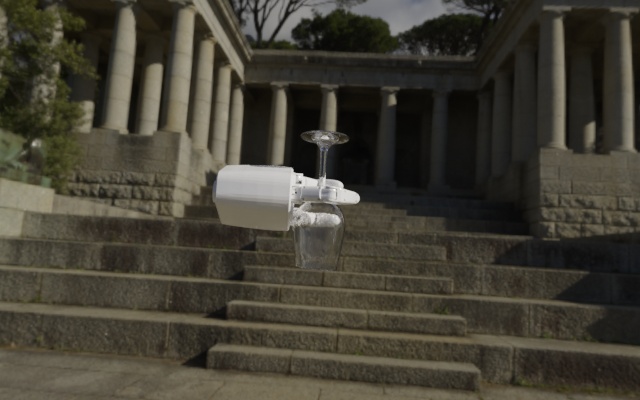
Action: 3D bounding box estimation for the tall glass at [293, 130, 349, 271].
[{"bbox_3d":[0.000,0.002,0.713,0.079,0.201,0.079,3,-7,0],"label":"tall glass"}]
